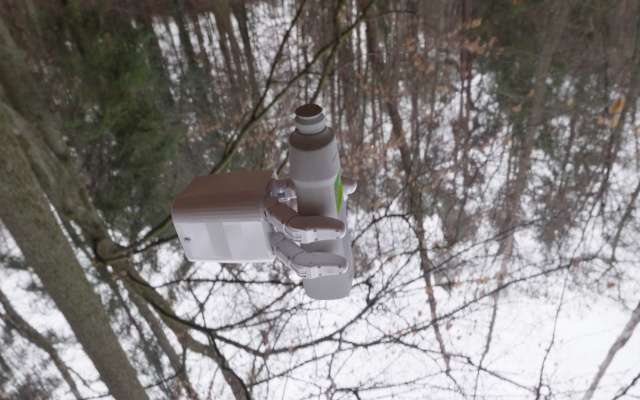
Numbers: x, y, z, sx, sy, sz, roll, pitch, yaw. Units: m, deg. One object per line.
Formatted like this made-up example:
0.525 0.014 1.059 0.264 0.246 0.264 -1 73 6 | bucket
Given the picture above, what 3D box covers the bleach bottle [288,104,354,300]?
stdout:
0.000 0.002 0.563 0.068 0.251 0.102 -2 38 5 | bleach bottle
